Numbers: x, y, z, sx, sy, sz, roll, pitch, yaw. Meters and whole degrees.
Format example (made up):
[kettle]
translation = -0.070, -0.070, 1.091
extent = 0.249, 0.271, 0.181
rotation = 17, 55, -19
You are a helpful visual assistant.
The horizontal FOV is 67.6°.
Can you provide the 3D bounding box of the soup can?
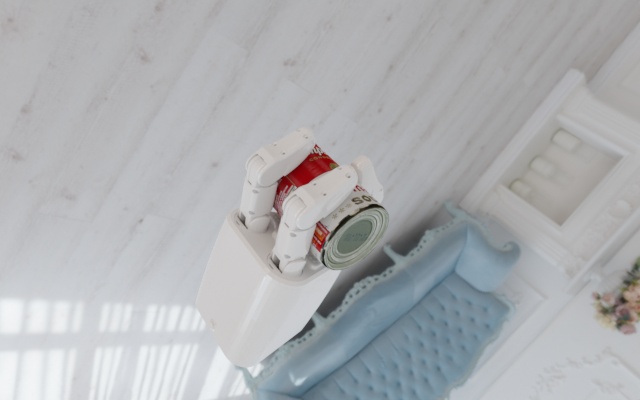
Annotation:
[soup can]
translation = 0.001, 0.001, 0.404
extent = 0.068, 0.068, 0.102
rotation = 0, 36, -46
